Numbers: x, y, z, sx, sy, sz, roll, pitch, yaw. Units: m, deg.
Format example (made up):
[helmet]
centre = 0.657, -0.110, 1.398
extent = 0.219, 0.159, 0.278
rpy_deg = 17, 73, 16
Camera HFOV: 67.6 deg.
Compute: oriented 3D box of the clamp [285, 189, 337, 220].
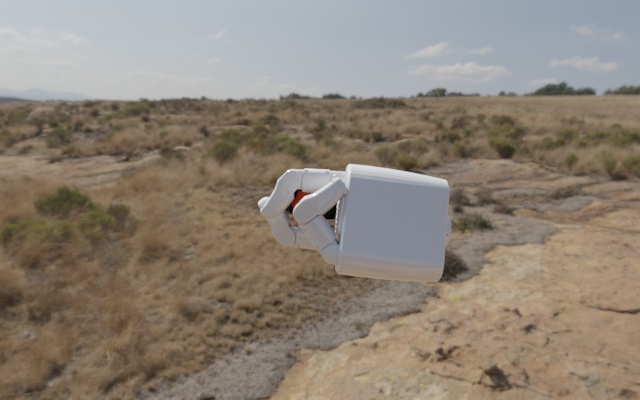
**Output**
[clamp]
centre = 0.000, 0.001, 0.588
extent = 0.120, 0.039, 0.171
rpy_deg = 8, 8, -1
